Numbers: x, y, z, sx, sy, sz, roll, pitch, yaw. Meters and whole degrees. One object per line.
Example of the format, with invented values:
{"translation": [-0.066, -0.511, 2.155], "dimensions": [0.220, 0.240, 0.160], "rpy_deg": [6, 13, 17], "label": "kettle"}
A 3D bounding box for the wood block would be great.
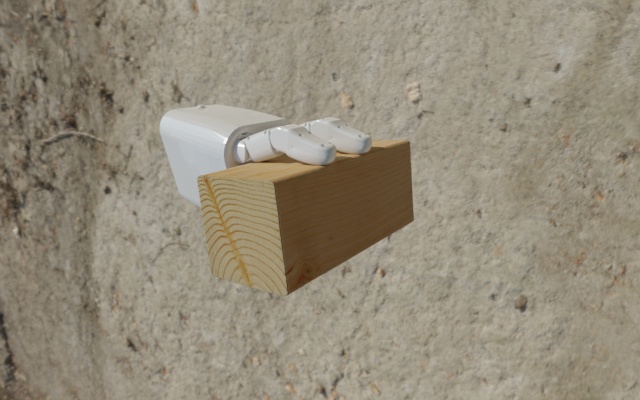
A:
{"translation": [0.000, 0.002, 0.449], "dimensions": [0.090, 0.091, 0.206], "rpy_deg": [6, 18, 38], "label": "wood block"}
